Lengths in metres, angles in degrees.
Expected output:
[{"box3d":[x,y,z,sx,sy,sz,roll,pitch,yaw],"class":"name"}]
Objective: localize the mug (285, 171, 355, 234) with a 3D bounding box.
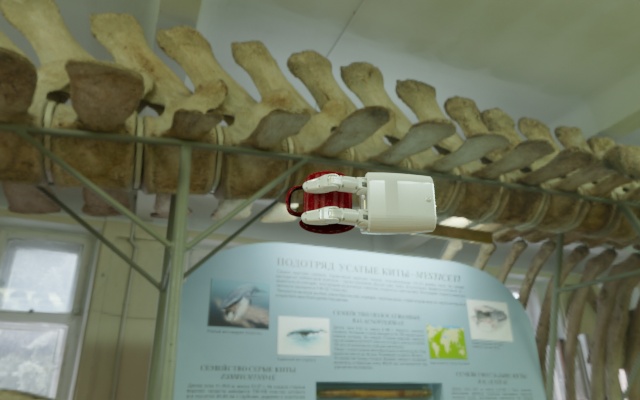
[{"box3d":[-0.001,0.002,0.800,0.117,0.081,0.093,3,-23,-3],"class":"mug"}]
